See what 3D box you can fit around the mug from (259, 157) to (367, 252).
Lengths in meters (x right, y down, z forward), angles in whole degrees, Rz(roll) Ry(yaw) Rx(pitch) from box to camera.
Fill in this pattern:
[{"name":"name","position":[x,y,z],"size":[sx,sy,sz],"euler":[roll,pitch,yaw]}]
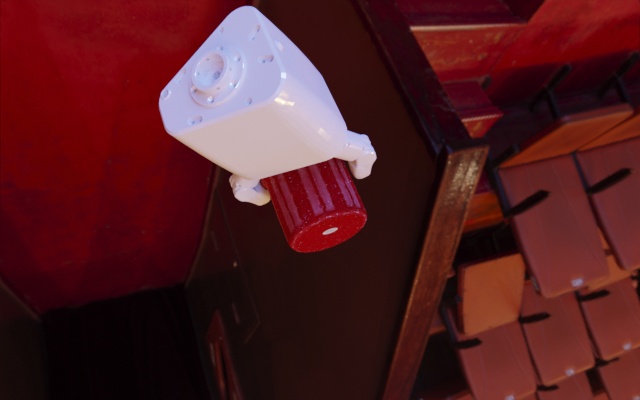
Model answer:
[{"name":"mug","position":[0.001,0.002,0.486],"size":[0.093,0.081,0.117],"euler":[-30,-26,16]}]
